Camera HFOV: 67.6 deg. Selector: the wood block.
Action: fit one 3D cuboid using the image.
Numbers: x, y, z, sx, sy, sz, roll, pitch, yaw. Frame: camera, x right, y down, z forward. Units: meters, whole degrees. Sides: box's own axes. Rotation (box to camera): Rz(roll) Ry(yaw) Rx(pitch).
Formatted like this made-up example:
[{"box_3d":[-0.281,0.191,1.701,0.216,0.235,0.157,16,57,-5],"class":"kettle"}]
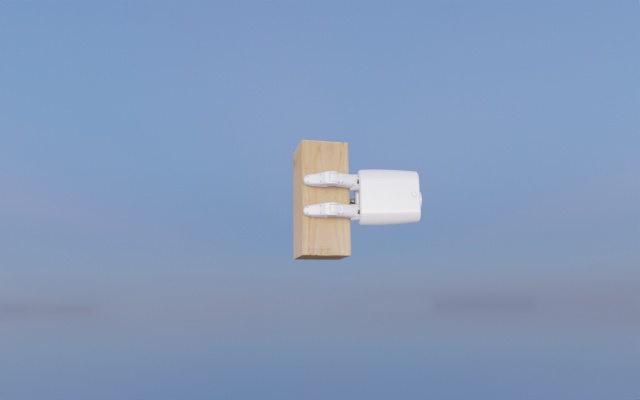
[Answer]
[{"box_3d":[0.000,0.003,0.881,0.090,0.206,0.091,2,-13,-12],"class":"wood block"}]
